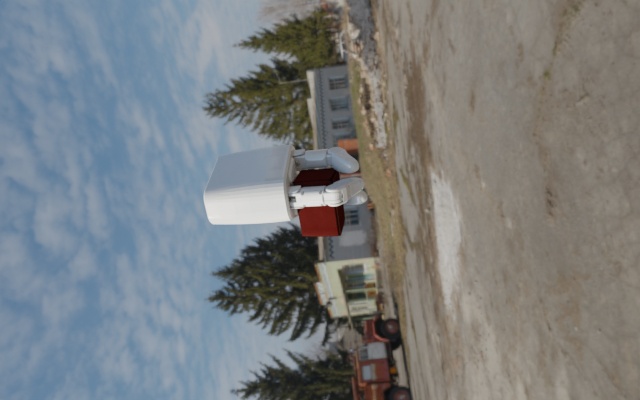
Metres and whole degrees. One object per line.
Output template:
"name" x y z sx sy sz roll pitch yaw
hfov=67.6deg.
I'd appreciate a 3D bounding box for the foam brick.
"foam brick" 0.000 0.002 0.622 0.051 0.078 0.053 -4 20 12
